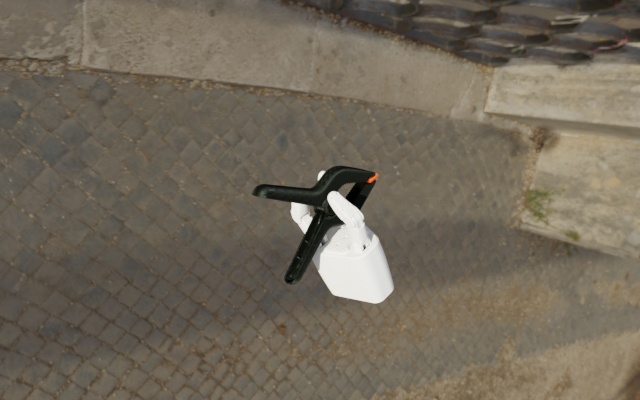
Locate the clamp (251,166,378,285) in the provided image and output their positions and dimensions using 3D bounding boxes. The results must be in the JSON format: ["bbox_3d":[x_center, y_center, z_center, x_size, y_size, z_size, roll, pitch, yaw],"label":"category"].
[{"bbox_3d":[0.001,0.002,0.698,0.210,0.165,0.036,-39,36,-23],"label":"clamp"}]
